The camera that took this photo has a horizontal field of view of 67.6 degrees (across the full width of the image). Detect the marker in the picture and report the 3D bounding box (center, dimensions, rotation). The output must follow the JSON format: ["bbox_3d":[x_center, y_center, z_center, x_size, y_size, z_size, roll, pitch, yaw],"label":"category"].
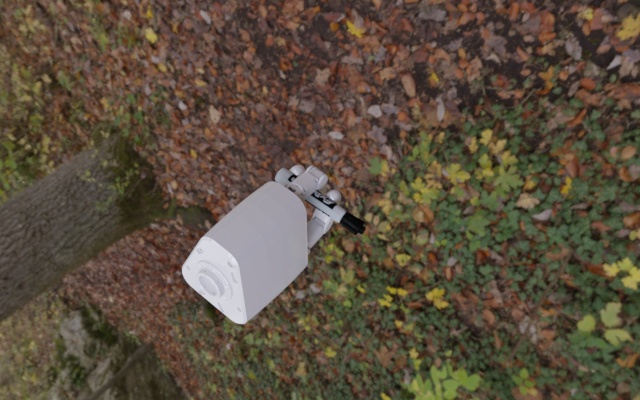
[{"bbox_3d":[0.000,0.002,0.548,0.121,0.020,0.020,34,10,15],"label":"marker"}]
